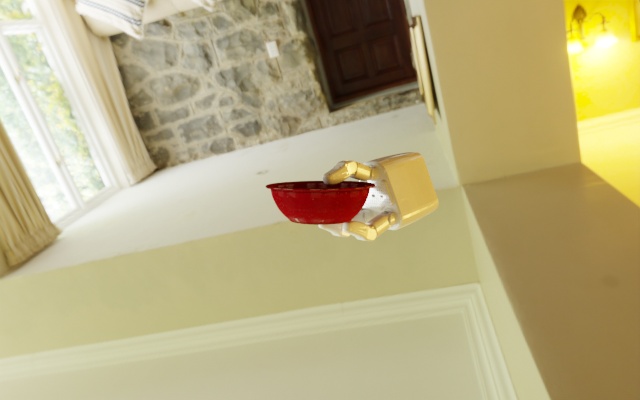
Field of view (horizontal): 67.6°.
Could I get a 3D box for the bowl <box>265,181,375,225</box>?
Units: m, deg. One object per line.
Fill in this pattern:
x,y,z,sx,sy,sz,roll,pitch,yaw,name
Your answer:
-0.001,0.003,0.706,0.162,0.055,0.162,0,6,0,bowl
